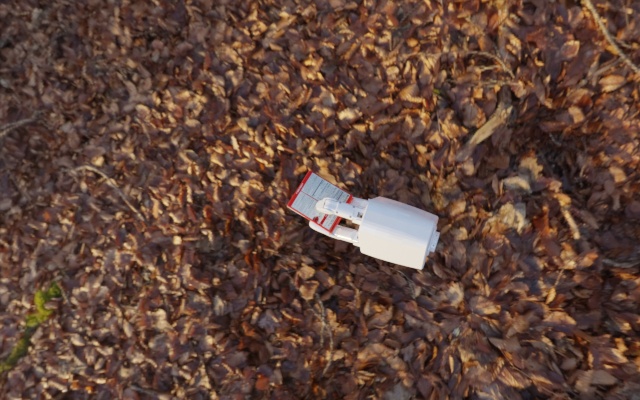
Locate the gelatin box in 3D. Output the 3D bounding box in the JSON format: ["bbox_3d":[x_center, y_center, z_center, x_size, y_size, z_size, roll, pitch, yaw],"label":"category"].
[{"bbox_3d":[0.000,0.002,0.807,0.089,0.073,0.030,31,-4,12],"label":"gelatin box"}]
